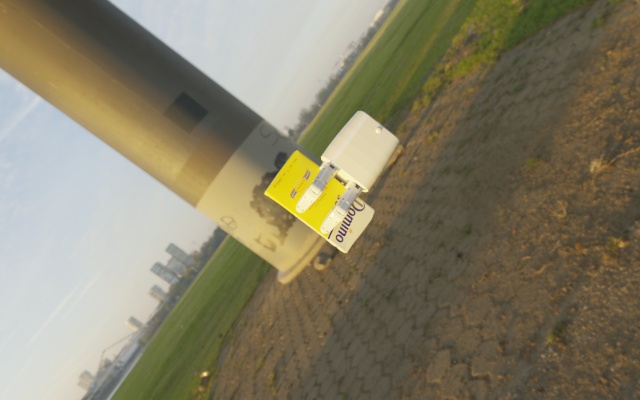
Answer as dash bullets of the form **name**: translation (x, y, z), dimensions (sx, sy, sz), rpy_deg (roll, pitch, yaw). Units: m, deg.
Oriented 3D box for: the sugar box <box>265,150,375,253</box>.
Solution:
- **sugar box**: translation (0.000, 0.003, 0.827), dimensions (0.176, 0.093, 0.048), rpy_deg (36, -5, -7)
